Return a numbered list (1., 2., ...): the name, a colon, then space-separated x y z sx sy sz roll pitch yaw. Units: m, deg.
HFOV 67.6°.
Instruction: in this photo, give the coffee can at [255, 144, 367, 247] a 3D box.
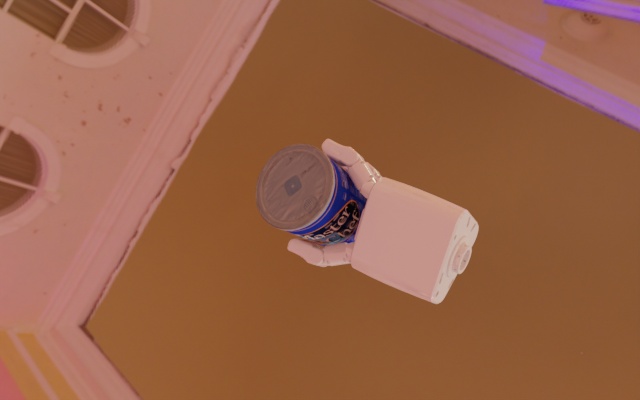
1. coffee can: 0.000 0.002 0.600 0.103 0.102 0.140 0 -16 29
